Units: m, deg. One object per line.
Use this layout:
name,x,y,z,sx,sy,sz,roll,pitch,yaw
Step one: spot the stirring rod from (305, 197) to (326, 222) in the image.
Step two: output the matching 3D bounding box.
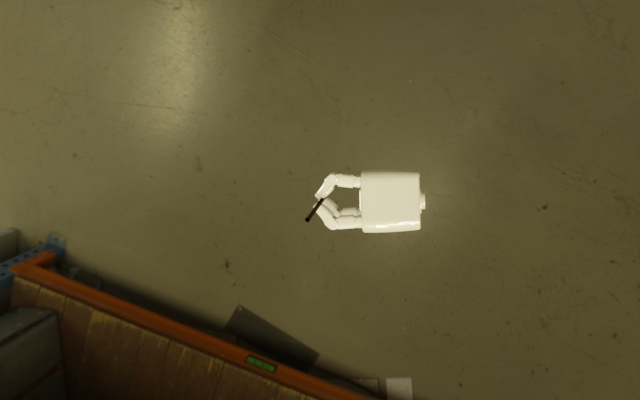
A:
stirring rod,0.000,0.003,0.895,0.011,0.011,0.239,0,14,11
